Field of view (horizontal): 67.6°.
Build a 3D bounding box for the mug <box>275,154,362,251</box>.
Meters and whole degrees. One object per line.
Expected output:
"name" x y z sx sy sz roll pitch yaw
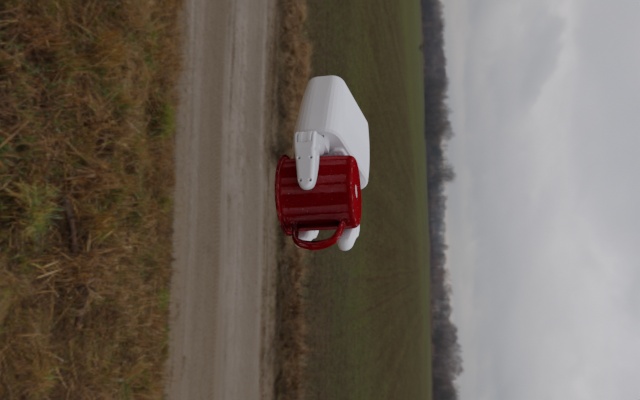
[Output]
"mug" 0.000 0.003 0.525 0.081 0.117 0.093 -3 -38 12
